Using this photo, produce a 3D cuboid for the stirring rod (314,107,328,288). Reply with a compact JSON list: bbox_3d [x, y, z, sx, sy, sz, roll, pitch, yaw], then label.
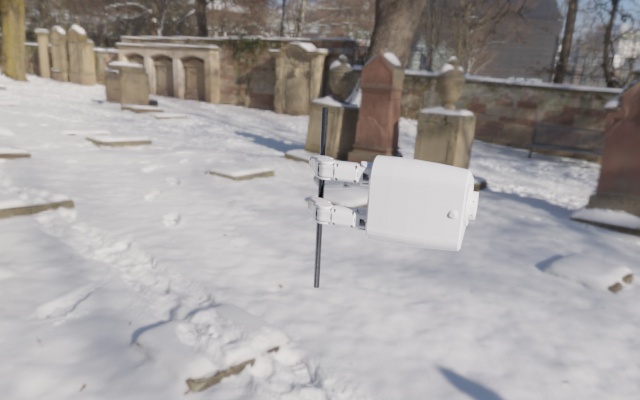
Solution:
[{"bbox_3d":[0.000,0.002,0.618,0.011,0.239,0.011,3,16,-1],"label":"stirring rod"}]
